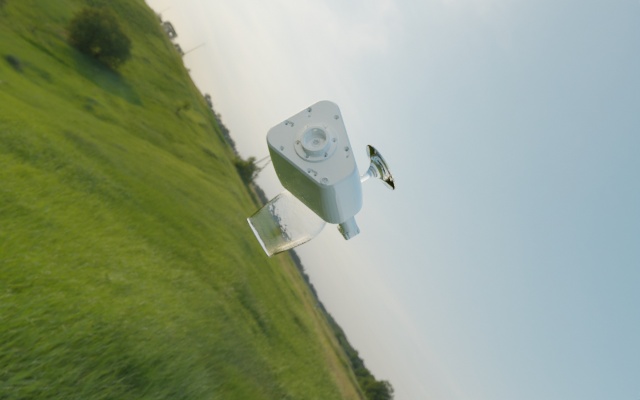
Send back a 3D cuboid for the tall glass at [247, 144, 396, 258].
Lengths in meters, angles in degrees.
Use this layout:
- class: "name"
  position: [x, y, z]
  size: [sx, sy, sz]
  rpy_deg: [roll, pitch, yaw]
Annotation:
- class: "tall glass"
  position: [0.001, 0.002, 0.664]
  size: [0.201, 0.079, 0.079]
  rpy_deg: [-30, 3, -6]
